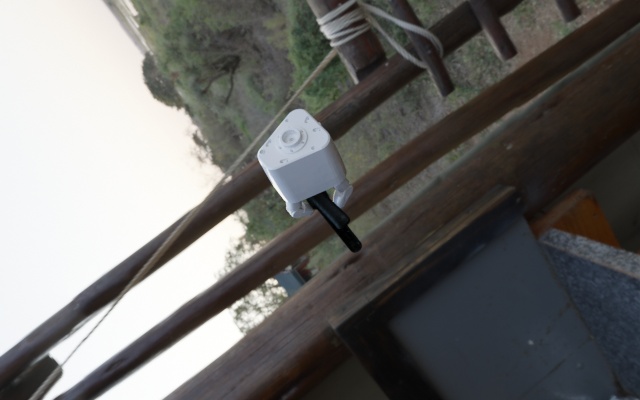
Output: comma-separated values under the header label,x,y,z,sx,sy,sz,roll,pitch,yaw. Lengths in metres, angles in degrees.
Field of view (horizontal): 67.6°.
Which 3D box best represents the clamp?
label,x,y,z,sx,sy,sz,roll,pitch,yaw
clamp,-0.001,0.003,0.851,0.036,0.210,0.165,-38,-30,-5
